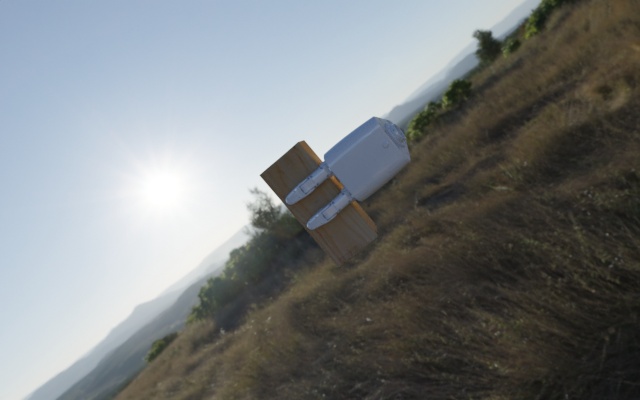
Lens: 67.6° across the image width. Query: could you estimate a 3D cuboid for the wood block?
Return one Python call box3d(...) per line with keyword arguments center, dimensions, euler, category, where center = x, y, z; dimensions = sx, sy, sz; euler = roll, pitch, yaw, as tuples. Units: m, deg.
box3d(center=(0.000, 0.002, 0.837), dimensions=(0.090, 0.206, 0.091), euler=(-39, 4, 10), category="wood block")
